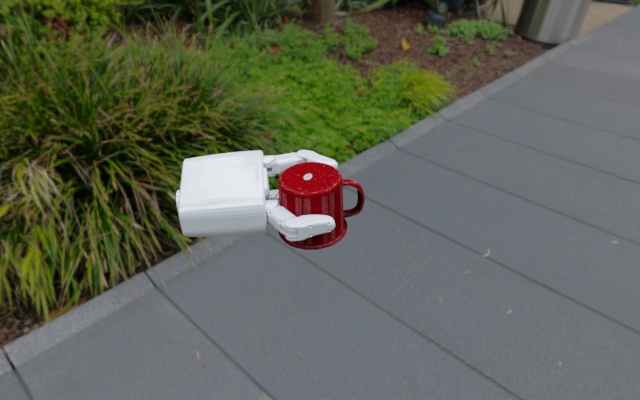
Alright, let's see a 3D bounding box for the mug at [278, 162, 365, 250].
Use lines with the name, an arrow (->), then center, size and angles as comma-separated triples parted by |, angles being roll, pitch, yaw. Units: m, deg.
mug -> 0.002, 0.002, 0.618 | 0.117, 0.082, 0.093 | -6, 34, -6
